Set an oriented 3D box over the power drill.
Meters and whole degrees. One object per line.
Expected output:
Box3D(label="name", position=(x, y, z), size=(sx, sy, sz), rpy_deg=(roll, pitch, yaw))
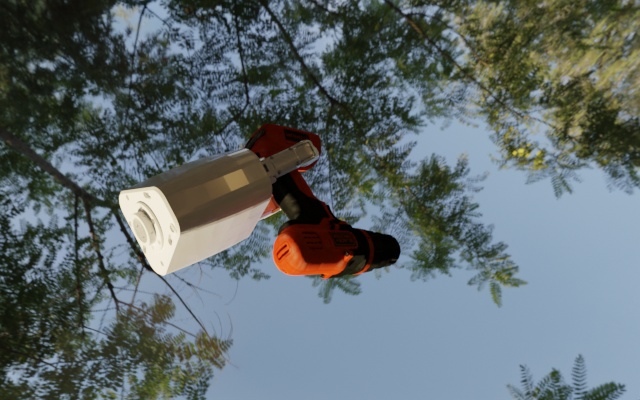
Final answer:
Box3D(label="power drill", position=(0.000, 0.001, 0.552), size=(0.184, 0.187, 0.057), rpy_deg=(6, -44, -47))
